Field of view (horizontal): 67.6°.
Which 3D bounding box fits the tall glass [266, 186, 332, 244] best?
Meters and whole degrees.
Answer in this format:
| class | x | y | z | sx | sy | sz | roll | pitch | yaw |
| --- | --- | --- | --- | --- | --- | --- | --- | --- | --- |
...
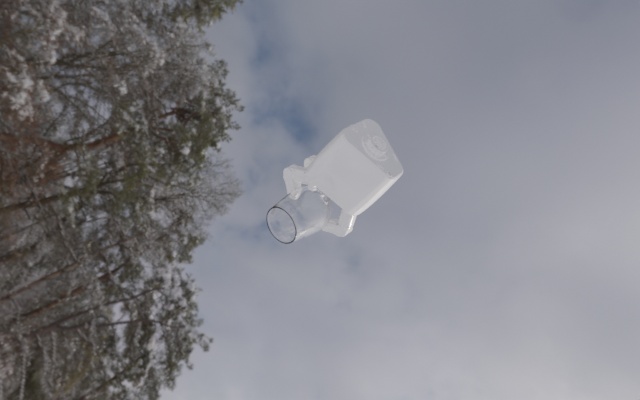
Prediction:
| class | x | y | z | sx | sy | sz | roll | pitch | yaw |
| --- | --- | --- | --- | --- | --- | --- | --- | --- | --- |
| tall glass | 0.001 | 0.002 | 0.798 | 0.079 | 0.079 | 0.201 | 0 | 21 | 41 |
